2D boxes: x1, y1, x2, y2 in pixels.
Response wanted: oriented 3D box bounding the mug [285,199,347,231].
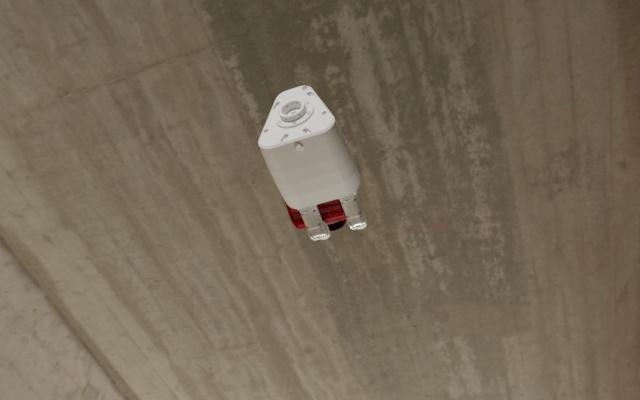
[{"bbox_3d":[0.000,0.003,0.696,0.081,0.093,0.117,-13,-46,10],"label":"mug"}]
